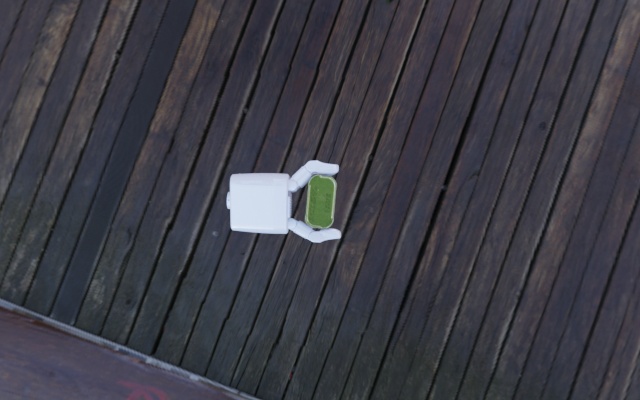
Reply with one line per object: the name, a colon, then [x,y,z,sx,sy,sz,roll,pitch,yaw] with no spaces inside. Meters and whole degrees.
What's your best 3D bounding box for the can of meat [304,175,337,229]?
can of meat: [0.000,0.003,0.894,0.057,0.102,0.084,5,-1,0]
